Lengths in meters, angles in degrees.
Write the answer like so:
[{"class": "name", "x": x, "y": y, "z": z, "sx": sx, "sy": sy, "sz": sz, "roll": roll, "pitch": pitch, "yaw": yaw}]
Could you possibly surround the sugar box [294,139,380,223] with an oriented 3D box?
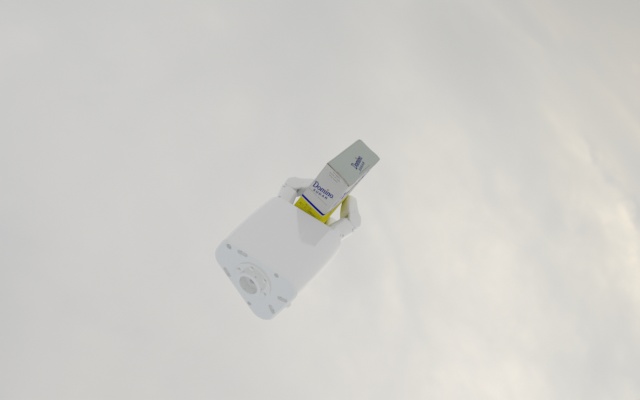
[{"class": "sugar box", "x": 0.000, "y": 0.003, "z": 0.644, "sx": 0.176, "sy": 0.048, "sz": 0.093, "roll": -47, "pitch": -4, "yaw": 40}]
